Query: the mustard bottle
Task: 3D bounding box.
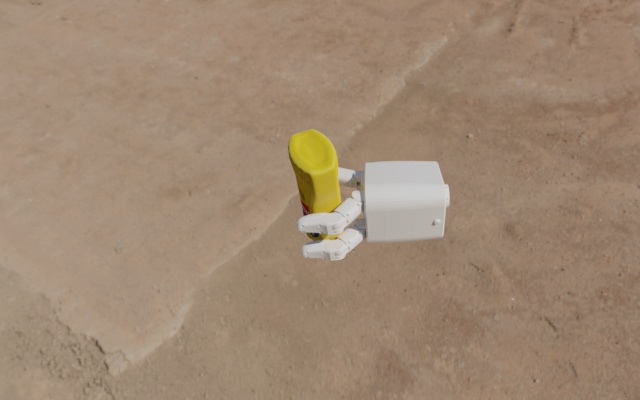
[{"bbox_3d":[0.000,0.002,0.669,0.058,0.192,0.096,-20,45,-10],"label":"mustard bottle"}]
